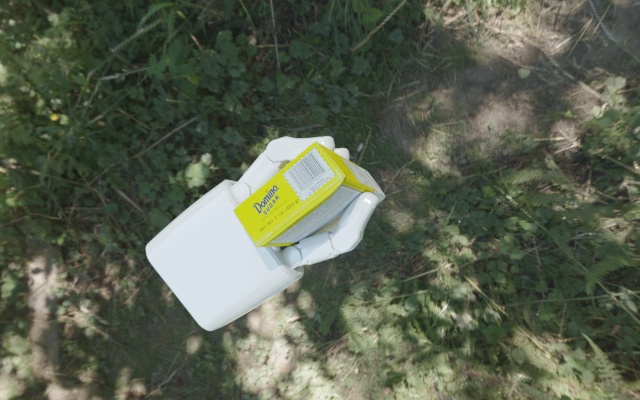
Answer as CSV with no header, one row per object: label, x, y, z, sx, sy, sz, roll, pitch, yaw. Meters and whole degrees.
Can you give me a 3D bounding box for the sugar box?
sugar box,0.000,0.001,0.458,0.093,0.048,0.176,-38,-12,11
